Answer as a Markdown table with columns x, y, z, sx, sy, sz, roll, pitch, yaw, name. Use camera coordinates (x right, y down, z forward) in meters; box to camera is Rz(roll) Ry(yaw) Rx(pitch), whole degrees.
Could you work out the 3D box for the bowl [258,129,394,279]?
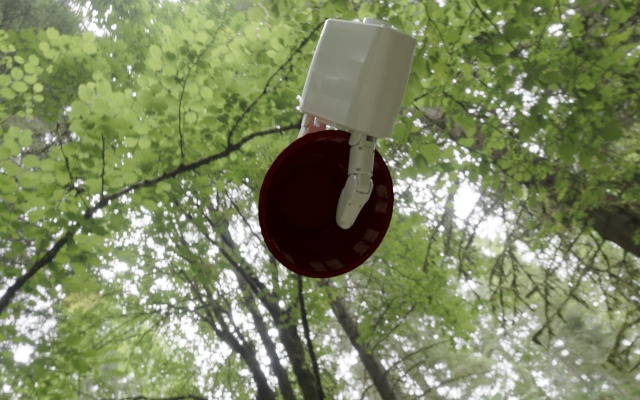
| x | y | z | sx | sy | sz | roll | pitch | yaw | name |
| --- | --- | --- | --- | --- | --- | --- | --- | --- | --- |
| -0.001 | 0.003 | 0.531 | 0.162 | 0.162 | 0.055 | 0 | 9 | -26 | bowl |
